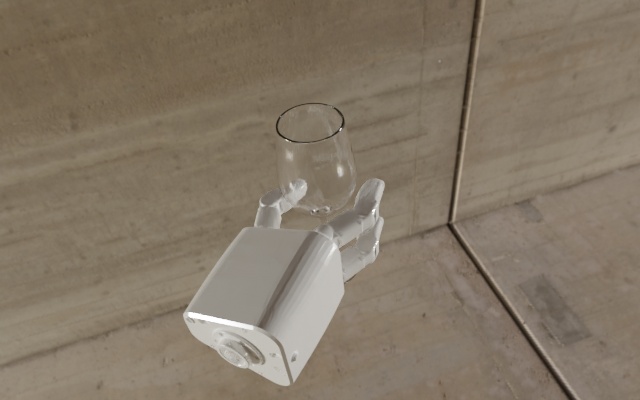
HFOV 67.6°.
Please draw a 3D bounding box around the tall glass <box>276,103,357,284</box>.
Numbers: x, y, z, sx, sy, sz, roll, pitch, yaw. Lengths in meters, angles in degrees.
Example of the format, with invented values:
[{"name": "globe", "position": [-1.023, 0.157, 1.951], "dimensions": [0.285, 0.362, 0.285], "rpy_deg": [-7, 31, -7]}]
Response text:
[{"name": "tall glass", "position": [0.000, 0.002, 0.492], "dimensions": [0.079, 0.201, 0.079], "rpy_deg": [-4, 44, 4]}]
